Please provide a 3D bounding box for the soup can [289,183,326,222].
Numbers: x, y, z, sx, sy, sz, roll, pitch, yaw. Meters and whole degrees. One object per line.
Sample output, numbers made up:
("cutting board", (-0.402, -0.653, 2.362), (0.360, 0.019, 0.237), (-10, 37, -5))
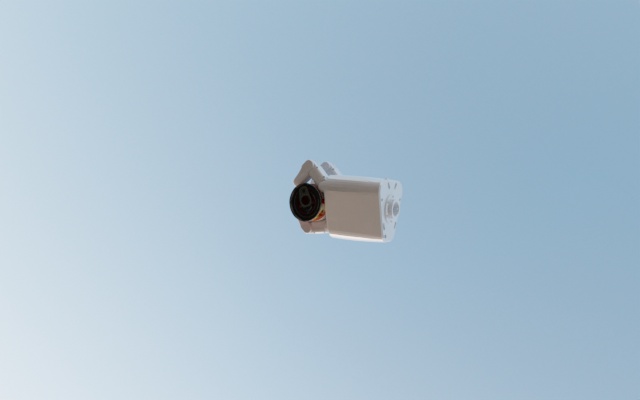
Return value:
("soup can", (0.000, 0.003, 0.874), (0.068, 0.068, 0.102), (0, 0, 33))
